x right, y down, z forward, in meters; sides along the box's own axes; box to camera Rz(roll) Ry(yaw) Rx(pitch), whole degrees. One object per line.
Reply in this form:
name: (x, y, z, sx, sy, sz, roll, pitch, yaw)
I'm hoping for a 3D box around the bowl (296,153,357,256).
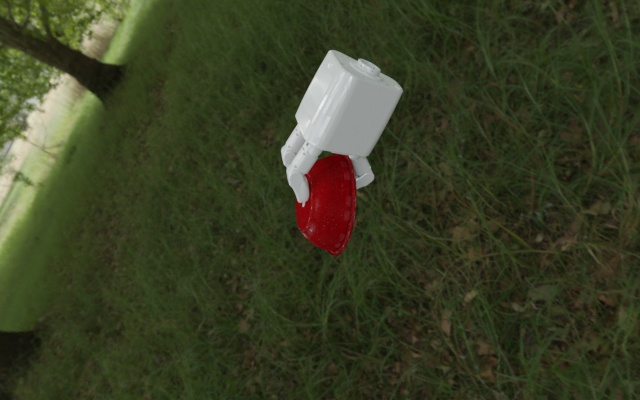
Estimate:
bowl: (-0.001, 0.004, 0.717, 0.055, 0.162, 0.162, 3, -1, -17)
